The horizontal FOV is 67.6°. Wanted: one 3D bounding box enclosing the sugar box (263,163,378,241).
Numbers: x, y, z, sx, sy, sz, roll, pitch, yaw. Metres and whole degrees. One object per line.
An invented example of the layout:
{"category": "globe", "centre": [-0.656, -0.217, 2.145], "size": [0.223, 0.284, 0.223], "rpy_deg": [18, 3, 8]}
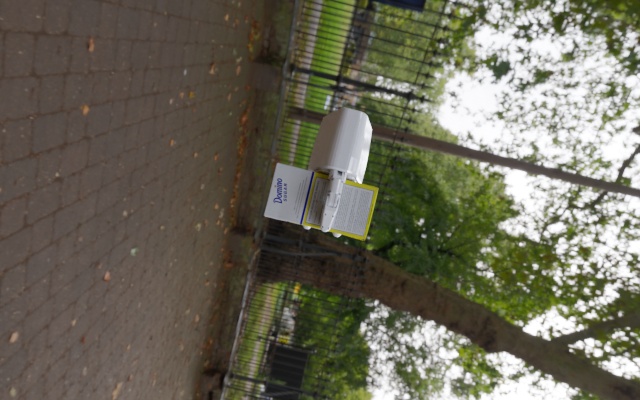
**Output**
{"category": "sugar box", "centre": [0.000, 0.003, 0.805], "size": [0.176, 0.093, 0.048], "rpy_deg": [14, -4, -2]}
